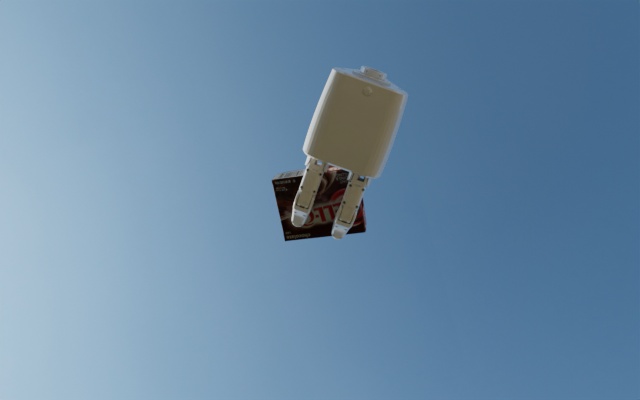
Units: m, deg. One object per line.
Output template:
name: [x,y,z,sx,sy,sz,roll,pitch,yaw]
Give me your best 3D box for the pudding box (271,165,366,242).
pudding box: [0.000,0.002,0.632,0.113,0.090,0.039,-7,20,11]
